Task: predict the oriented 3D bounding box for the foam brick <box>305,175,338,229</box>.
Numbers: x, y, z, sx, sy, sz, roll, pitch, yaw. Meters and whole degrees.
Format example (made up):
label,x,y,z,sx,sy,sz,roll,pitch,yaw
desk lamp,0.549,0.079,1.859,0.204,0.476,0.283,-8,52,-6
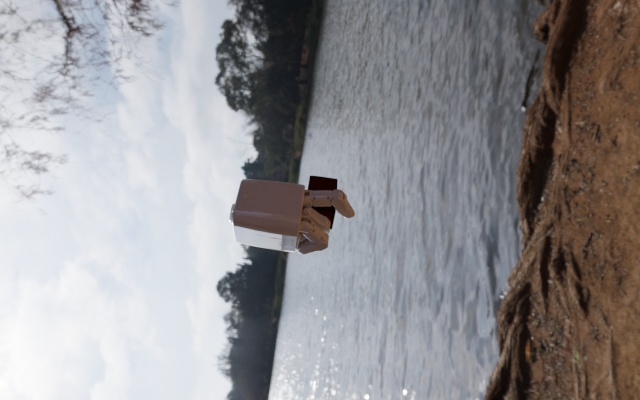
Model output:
label,x,y,z,sx,sy,sz,roll,pitch,yaw
foam brick,0.000,0.003,0.829,0.051,0.078,0.053,7,-43,-2
